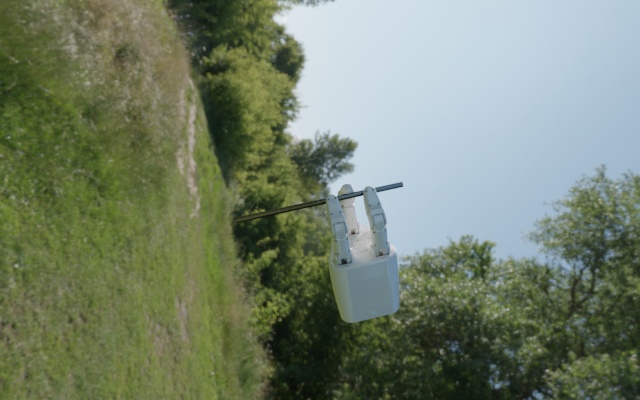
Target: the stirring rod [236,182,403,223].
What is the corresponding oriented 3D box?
[{"bbox_3d":[0.000,0.002,0.675,0.239,0.011,0.011,-12,1,-4],"label":"stirring rod"}]
